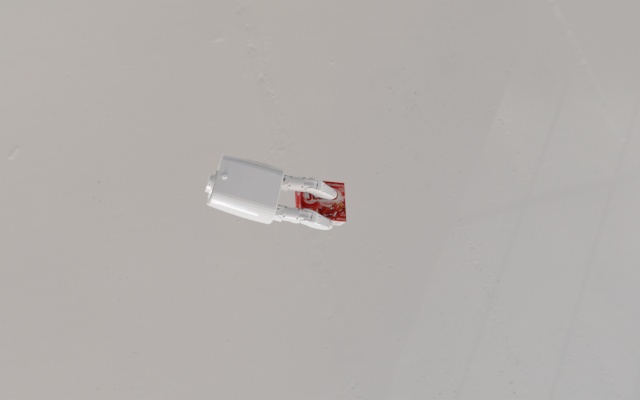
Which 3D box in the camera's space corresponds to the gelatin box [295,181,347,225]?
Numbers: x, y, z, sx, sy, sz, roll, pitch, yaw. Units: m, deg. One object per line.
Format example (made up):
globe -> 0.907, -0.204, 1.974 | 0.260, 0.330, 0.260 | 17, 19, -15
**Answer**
gelatin box -> 0.000, 0.003, 0.837 | 0.089, 0.073, 0.030 | 6, -18, -25
